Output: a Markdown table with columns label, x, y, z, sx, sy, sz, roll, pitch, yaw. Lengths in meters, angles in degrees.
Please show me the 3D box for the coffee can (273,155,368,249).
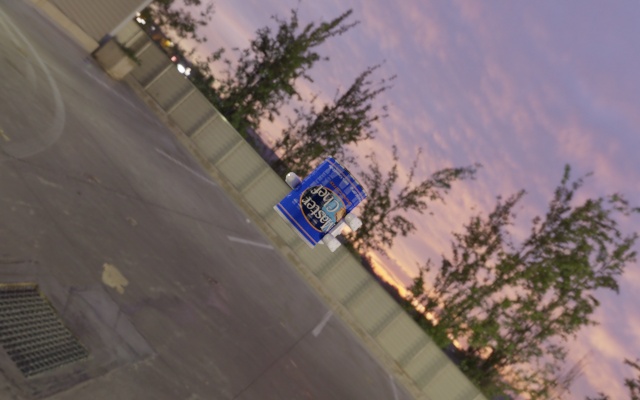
| label | x | y | z | sx | sy | sz | roll | pitch | yaw |
| --- | --- | --- | --- | --- | --- | --- | --- | --- | --- |
| coffee can | 0.000 | 0.003 | 0.863 | 0.140 | 0.103 | 0.103 | -43 | 2 | -3 |
